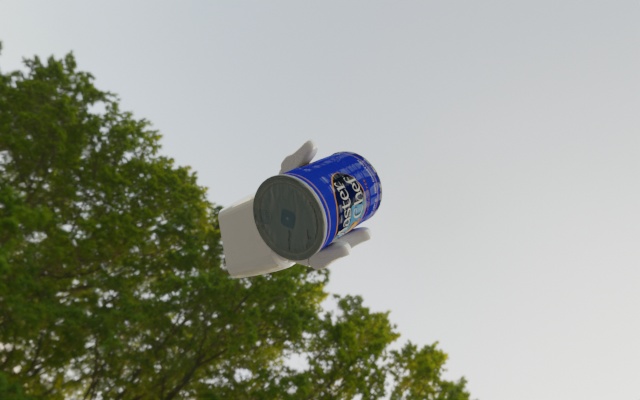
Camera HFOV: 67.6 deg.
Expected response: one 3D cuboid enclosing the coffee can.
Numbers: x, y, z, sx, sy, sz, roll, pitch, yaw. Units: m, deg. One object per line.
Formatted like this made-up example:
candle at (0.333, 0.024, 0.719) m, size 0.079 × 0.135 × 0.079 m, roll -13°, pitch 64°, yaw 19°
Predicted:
coffee can at (0.000, 0.002, 0.596) m, size 0.103 × 0.103 × 0.140 m, roll 0°, pitch 16°, yaw 35°
